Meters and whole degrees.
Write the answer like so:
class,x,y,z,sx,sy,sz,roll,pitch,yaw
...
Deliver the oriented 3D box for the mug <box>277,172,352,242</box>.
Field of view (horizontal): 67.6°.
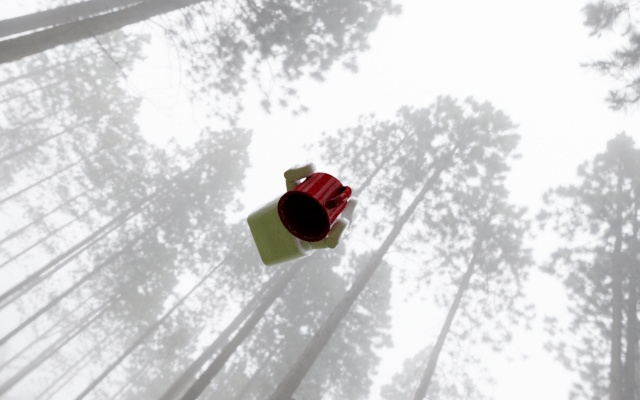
class,x,y,z,sx,sy,sz,roll,pitch,yaw
mug,0.001,0.002,0.754,0.117,0.093,0.081,-22,16,39
